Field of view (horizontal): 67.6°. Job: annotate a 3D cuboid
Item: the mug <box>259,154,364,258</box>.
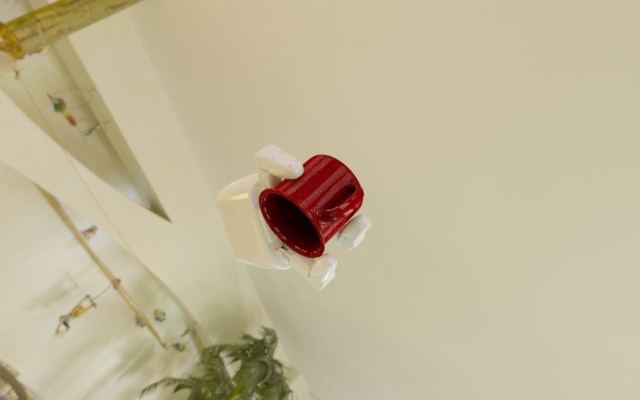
[{"bbox_3d":[0.001,0.001,0.516,0.081,0.093,0.117,-43,20,-30],"label":"mug"}]
